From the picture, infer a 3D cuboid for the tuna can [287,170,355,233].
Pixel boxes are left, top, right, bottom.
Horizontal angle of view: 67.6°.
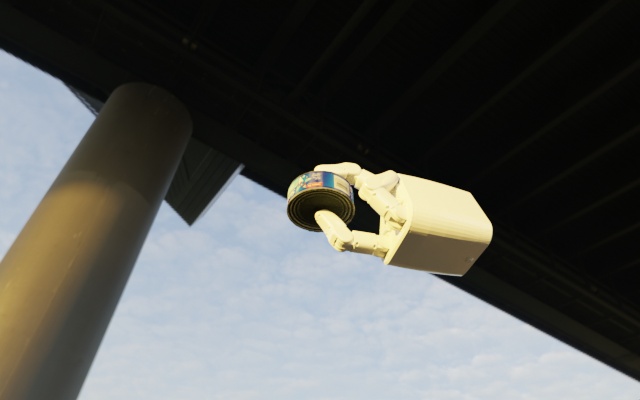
[{"bbox_3d":[0.000,0.002,0.610,0.086,0.033,0.086,0,-41,0],"label":"tuna can"}]
